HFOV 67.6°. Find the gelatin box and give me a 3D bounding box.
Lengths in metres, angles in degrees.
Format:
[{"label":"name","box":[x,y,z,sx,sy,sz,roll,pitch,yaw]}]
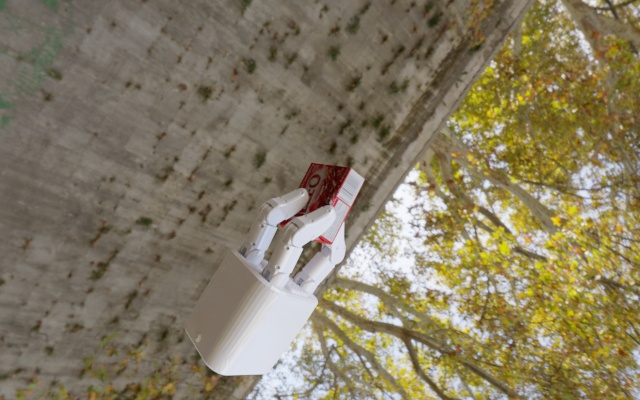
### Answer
[{"label":"gelatin box","box":[0.001,0.002,0.553,0.030,0.089,0.073,37,-15,-37]}]
